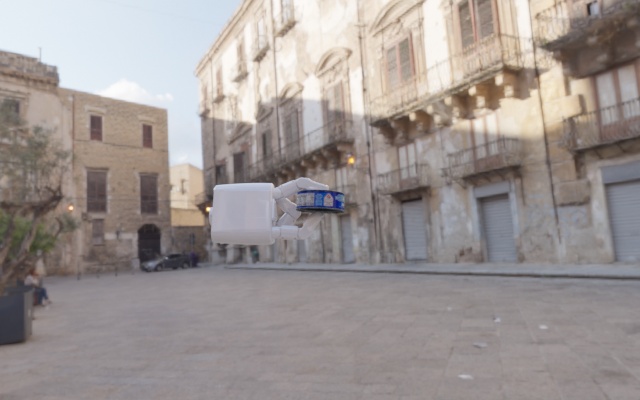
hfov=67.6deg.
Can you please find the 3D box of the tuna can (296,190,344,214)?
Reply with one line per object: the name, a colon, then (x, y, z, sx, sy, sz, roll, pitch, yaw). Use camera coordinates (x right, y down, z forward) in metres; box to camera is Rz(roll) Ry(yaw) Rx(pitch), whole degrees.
tuna can: (0.000, 0.002, 0.847, 0.086, 0.033, 0.086, 2, -7, 0)
